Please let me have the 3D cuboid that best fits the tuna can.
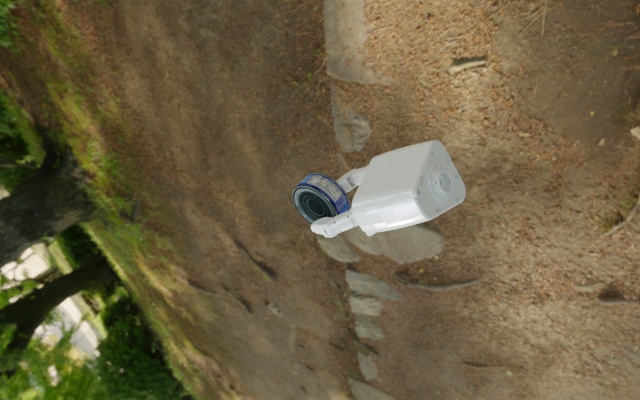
[{"bbox_3d":[0.000,0.003,0.715,0.086,0.086,0.033,0,37,46],"label":"tuna can"}]
